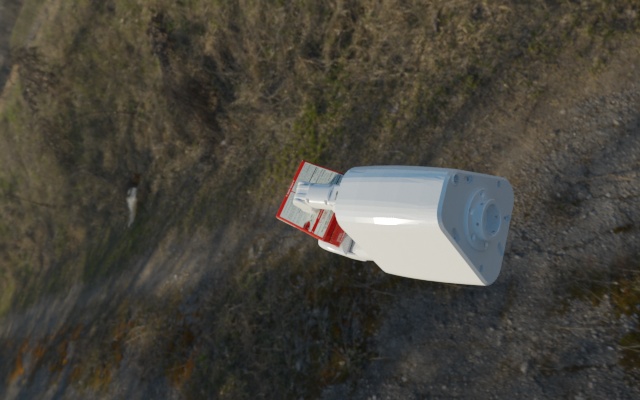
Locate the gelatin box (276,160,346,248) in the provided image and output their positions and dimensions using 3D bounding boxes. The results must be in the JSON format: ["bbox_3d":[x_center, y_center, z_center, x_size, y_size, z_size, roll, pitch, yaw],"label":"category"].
[{"bbox_3d":[0.000,0.001,0.522,0.030,0.073,0.089,26,-2,-43],"label":"gelatin box"}]
